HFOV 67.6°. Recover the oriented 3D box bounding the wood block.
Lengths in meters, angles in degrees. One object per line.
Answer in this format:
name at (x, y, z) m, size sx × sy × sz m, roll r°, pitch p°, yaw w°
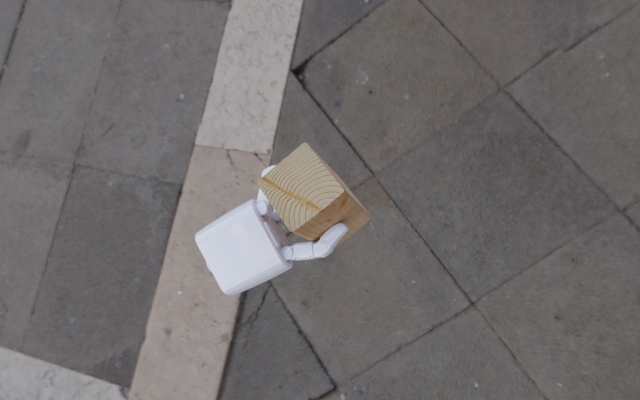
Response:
wood block at (0.000, 0.003, 0.718) m, size 0.090 × 0.090 × 0.206 m, roll -39°, pitch -19°, yaw 5°
